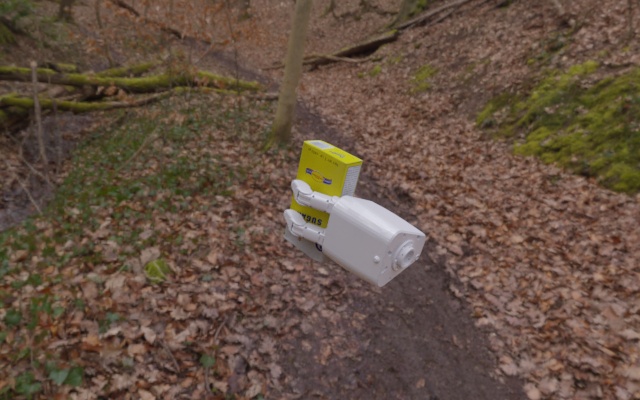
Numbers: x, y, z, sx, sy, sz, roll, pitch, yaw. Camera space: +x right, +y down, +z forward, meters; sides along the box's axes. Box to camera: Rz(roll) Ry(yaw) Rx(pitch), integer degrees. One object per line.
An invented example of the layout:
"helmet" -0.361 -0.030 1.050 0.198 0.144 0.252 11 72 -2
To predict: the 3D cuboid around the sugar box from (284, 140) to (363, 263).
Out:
"sugar box" 0.000 0.003 0.752 0.093 0.176 0.048 31 28 35
